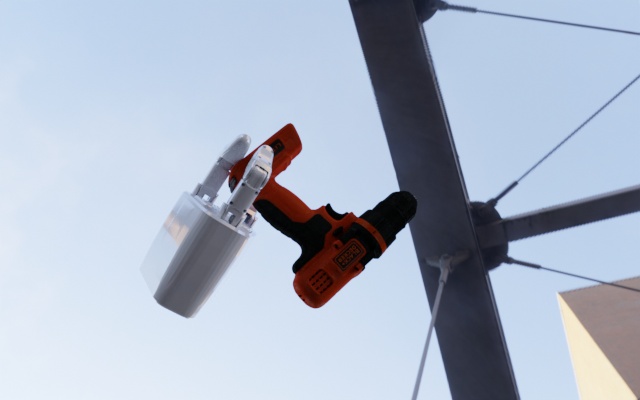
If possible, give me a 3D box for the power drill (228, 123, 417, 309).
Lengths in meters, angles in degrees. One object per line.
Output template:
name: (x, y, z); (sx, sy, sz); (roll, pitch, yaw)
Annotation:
power drill: (0.000, 0.002, 0.558); (0.184, 0.187, 0.057); (-41, -7, -21)
